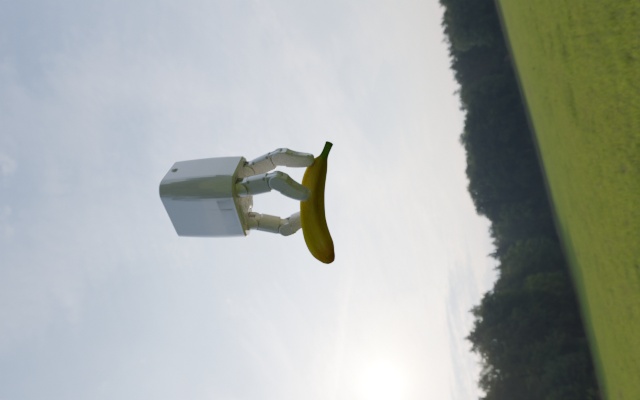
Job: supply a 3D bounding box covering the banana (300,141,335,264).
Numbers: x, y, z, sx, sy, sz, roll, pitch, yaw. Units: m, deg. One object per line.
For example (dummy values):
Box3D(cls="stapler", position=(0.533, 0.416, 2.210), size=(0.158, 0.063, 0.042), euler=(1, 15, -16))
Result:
Box3D(cls="banana", position=(-0.006, 0.010, 0.653), size=(0.037, 0.197, 0.070), euler=(9, -37, -15))
